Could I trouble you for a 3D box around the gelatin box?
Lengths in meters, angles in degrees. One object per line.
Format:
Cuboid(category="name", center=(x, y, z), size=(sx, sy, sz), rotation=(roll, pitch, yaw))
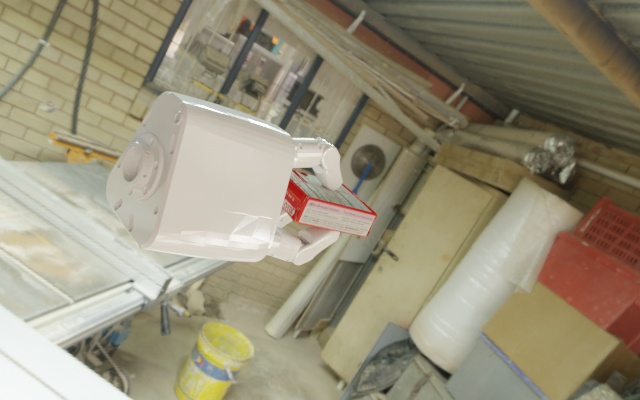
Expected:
Cuboid(category="gelatin box", center=(0.001, 0.001, 0.470), size=(0.089, 0.030, 0.073), rotation=(13, 19, -35))
